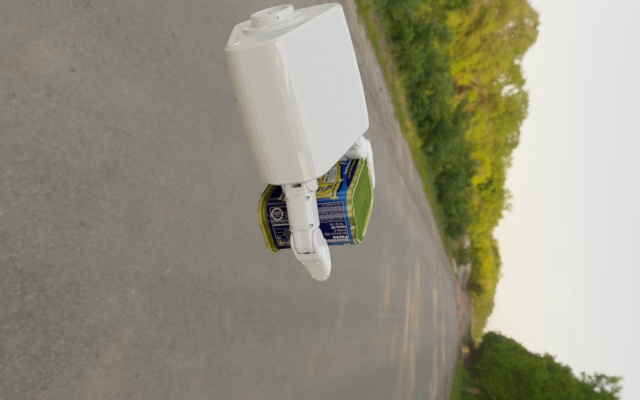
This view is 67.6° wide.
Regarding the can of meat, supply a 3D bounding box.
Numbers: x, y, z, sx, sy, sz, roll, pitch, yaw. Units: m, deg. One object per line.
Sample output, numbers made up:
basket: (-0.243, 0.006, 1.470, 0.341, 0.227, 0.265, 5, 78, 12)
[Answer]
can of meat: (0.000, 0.002, 0.442, 0.084, 0.057, 0.102, -5, 28, 17)
